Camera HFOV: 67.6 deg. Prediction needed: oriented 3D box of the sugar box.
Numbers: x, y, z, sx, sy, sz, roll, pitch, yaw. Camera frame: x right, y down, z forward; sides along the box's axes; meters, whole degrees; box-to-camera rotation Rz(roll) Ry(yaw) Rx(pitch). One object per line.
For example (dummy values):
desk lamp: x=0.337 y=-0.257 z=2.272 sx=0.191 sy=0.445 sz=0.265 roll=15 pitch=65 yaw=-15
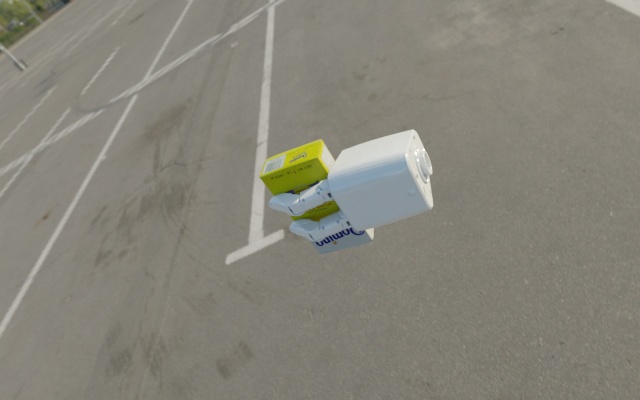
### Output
sugar box: x=0.000 y=0.002 z=0.678 sx=0.093 sy=0.048 sz=0.176 roll=-17 pitch=-52 yaw=25
